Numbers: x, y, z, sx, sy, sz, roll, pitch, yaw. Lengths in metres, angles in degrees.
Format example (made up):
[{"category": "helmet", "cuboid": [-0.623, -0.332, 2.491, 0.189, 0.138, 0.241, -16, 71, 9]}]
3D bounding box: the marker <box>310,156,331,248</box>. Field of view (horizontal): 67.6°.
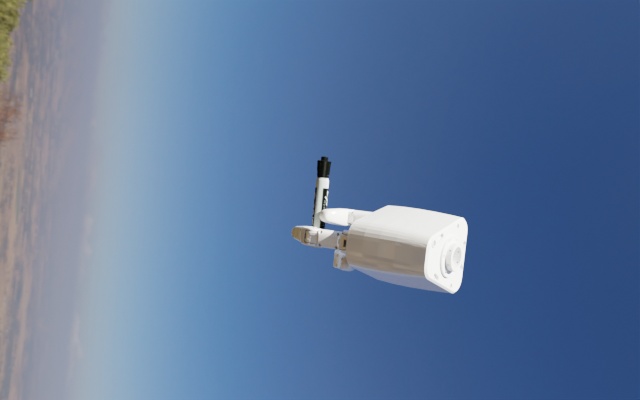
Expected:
[{"category": "marker", "cuboid": [0.000, 0.002, 0.635, 0.020, 0.121, 0.020, 6, 2, 0]}]
